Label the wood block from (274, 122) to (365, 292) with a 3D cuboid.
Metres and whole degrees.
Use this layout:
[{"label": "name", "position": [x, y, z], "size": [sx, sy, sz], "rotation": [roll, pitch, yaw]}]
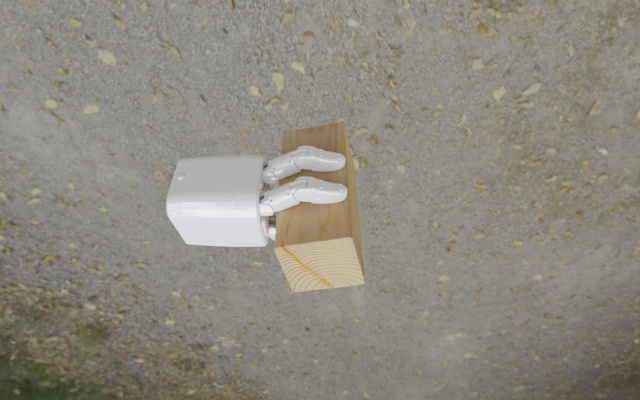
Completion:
[{"label": "wood block", "position": [0.000, 0.002, 0.612], "size": [0.090, 0.206, 0.091], "rotation": [-9, -45, 8]}]
